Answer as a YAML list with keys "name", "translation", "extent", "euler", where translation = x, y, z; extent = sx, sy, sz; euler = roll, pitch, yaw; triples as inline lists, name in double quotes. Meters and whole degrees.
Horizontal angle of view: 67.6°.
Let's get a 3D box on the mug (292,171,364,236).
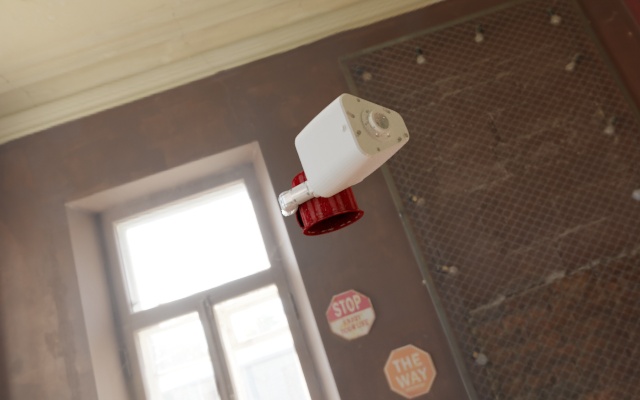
- name: "mug"
  translation: [-0.001, 0.003, 0.711]
  extent: [0.093, 0.081, 0.117]
  euler: [-5, -22, -39]
